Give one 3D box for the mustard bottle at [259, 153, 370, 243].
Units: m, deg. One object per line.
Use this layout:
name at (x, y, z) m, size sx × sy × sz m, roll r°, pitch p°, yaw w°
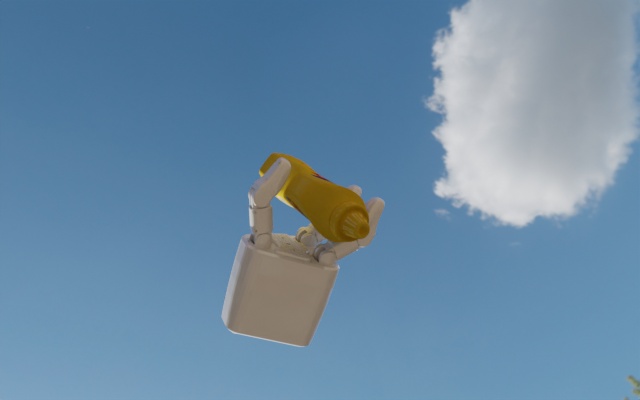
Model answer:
mustard bottle at (0.000, 0.001, 0.546) m, size 0.096 × 0.058 × 0.191 m, roll 38°, pitch -1°, yaw -31°
